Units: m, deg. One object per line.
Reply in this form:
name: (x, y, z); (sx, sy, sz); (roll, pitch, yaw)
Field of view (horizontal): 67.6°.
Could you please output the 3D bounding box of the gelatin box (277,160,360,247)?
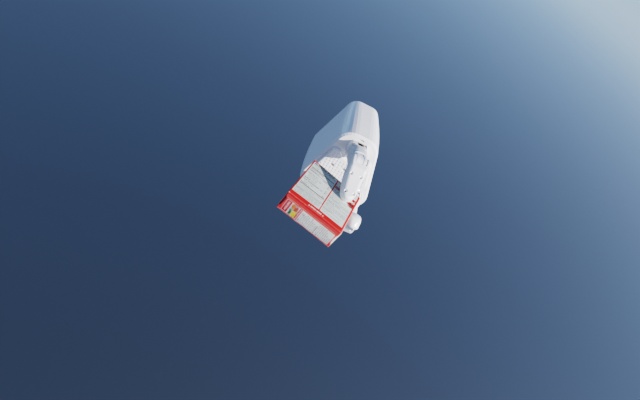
gelatin box: (0.000, 0.002, 0.550); (0.073, 0.030, 0.089); (39, 33, -3)
